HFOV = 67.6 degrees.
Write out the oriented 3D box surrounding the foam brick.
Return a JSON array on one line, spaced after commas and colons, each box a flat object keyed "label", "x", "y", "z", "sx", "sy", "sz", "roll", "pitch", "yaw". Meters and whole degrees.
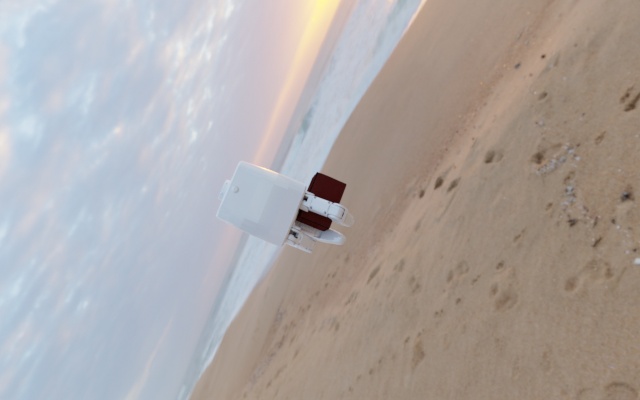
[{"label": "foam brick", "x": 0.000, "y": 0.002, "z": 0.745, "sx": 0.051, "sy": 0.078, "sz": 0.053, "roll": 23, "pitch": -11, "yaw": -5}]
